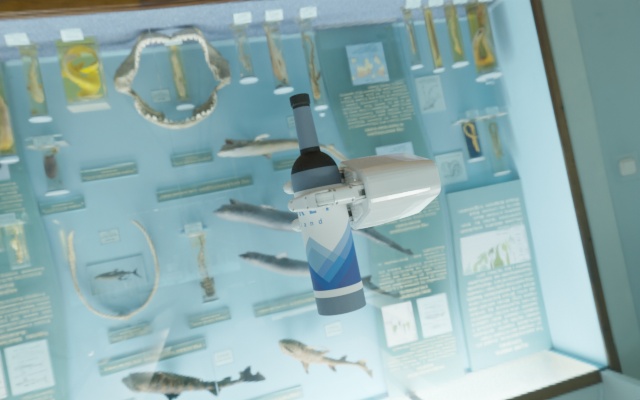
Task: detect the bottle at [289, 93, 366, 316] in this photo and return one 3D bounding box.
[{"bbox_3d":[0.000,0.002,0.646,0.069,0.295,0.069,-12,-1,0],"label":"bottle"}]
